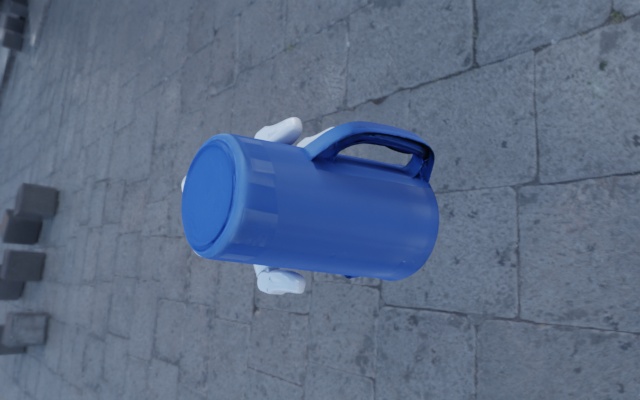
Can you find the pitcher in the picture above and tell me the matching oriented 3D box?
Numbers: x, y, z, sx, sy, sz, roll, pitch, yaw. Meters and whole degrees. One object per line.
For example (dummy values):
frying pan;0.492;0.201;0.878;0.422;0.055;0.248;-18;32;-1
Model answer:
pitcher;0.000;0.002;0.471;0.243;0.149;0.145;10;-12;-40
